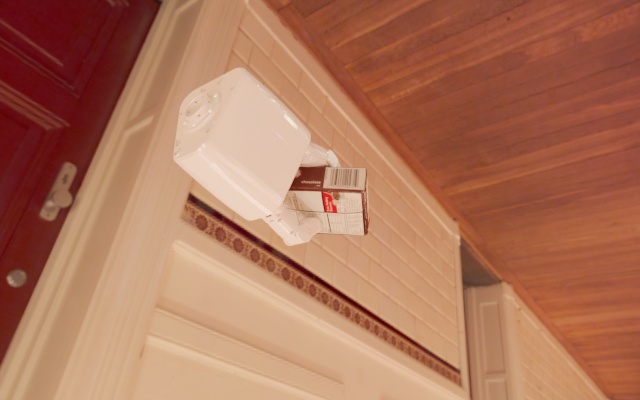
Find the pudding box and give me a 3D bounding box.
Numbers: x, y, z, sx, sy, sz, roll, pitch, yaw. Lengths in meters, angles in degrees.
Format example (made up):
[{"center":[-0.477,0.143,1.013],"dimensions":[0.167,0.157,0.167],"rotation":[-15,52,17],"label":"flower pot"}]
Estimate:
[{"center":[0.000,0.002,0.566],"dimensions":[0.113,0.039,0.090],"rotation":[3,-36,10],"label":"pudding box"}]
